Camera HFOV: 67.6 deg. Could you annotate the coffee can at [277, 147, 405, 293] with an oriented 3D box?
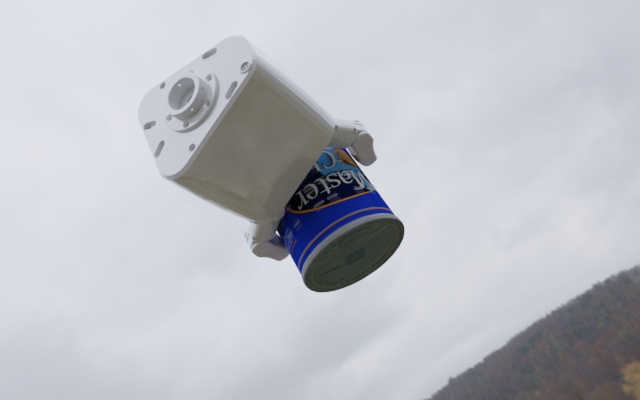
[{"bbox_3d":[0.000,0.002,0.460,0.103,0.140,0.103,-22,-34,-16],"label":"coffee can"}]
